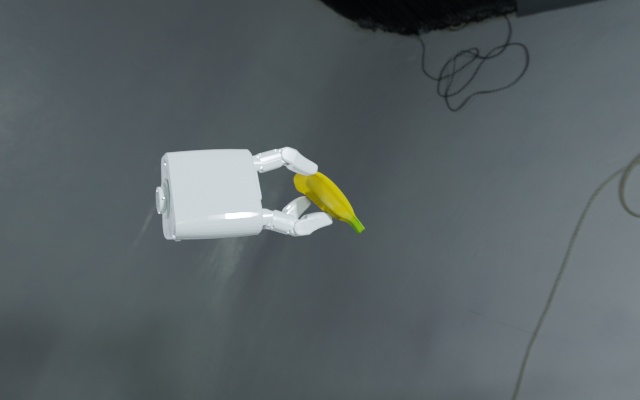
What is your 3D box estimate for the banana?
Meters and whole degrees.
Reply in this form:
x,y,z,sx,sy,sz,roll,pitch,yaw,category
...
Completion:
x,y,z,sx,sy,sz,roll,pitch,yaw,category
-0.005,-0.012,0.688,0.037,0.070,0.197,-29,29,-11,banana
